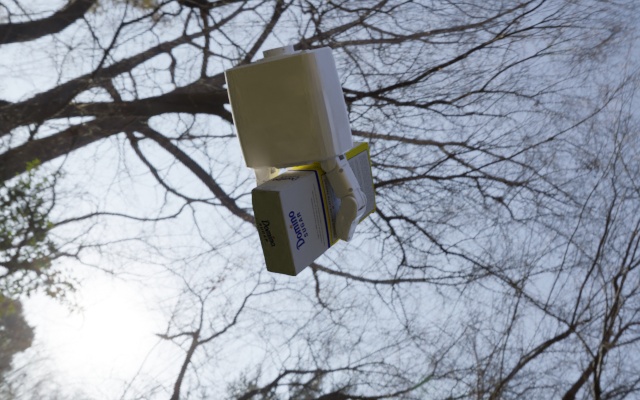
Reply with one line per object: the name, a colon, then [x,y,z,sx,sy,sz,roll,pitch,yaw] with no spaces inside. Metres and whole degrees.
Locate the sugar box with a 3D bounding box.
sugar box: [0.000,0.002,0.531,0.048,0.093,0.176,5,23,37]
